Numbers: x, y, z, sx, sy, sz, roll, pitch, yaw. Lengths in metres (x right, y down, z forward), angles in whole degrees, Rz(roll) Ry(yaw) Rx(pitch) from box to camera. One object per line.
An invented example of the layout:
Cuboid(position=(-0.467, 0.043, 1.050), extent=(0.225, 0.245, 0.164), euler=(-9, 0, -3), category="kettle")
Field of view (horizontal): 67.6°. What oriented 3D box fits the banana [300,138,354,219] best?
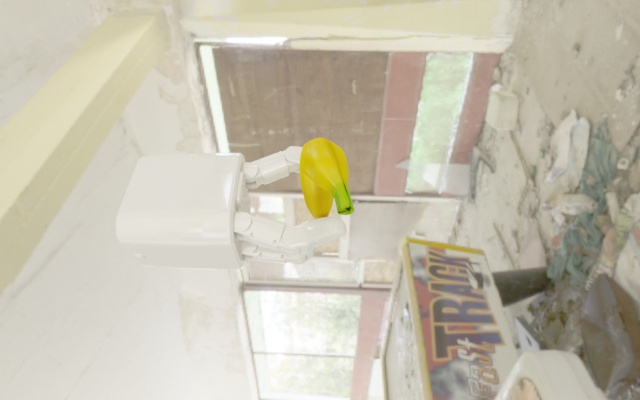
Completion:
Cuboid(position=(0.000, -0.017, 0.436), extent=(0.037, 0.069, 0.198), euler=(-2, -3, -3), category="banana")
